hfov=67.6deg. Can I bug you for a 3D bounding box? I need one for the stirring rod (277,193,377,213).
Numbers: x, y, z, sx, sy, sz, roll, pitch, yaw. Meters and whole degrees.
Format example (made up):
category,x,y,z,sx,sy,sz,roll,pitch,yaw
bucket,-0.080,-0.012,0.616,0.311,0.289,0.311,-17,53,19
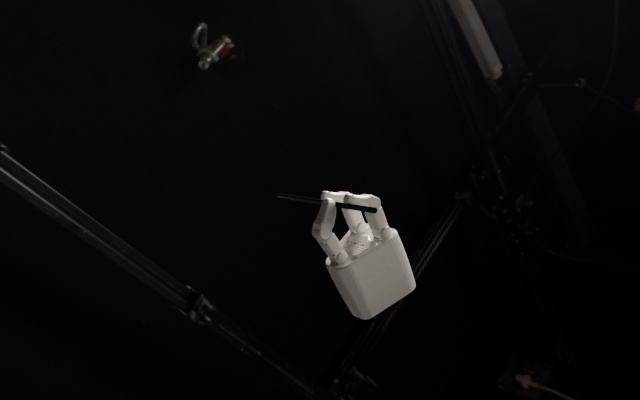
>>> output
category,x,y,z,sx,sy,sz,roll,pitch,yaw
stirring rod,0.000,0.002,0.718,0.011,0.011,0.239,0,5,-36
